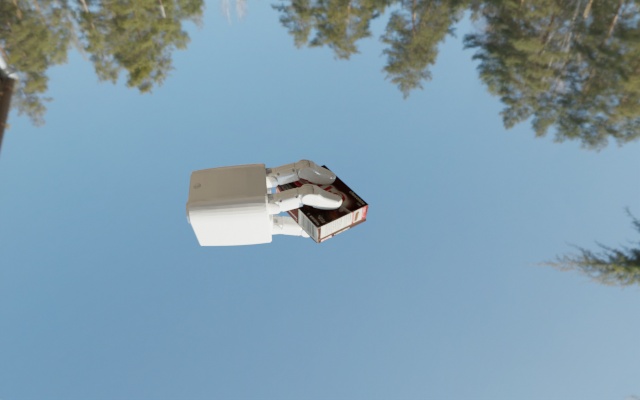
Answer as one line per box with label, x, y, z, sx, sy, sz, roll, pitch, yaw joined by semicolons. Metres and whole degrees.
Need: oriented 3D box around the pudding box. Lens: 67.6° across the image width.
pudding box;0.000;0.002;0.695;0.090;0.039;0.113;-24;51;-27
